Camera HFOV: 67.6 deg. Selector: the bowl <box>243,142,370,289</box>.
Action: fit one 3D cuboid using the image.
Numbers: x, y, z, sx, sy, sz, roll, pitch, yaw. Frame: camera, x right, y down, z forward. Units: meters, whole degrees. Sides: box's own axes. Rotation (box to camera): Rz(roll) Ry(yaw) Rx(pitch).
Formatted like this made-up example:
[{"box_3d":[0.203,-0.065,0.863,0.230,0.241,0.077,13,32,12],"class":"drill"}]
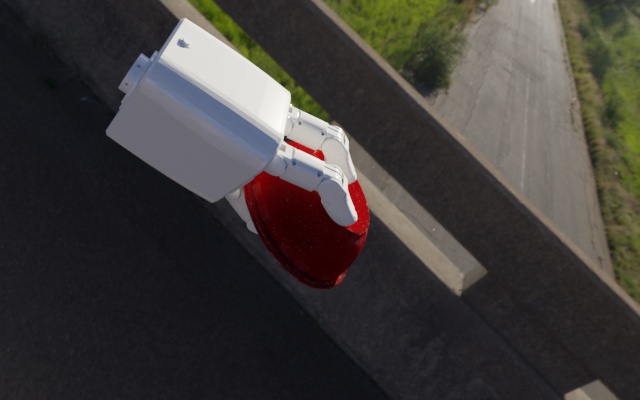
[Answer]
[{"box_3d":[0.001,0.002,0.468,0.055,0.162,0.162,-28,-14,27],"class":"bowl"}]
